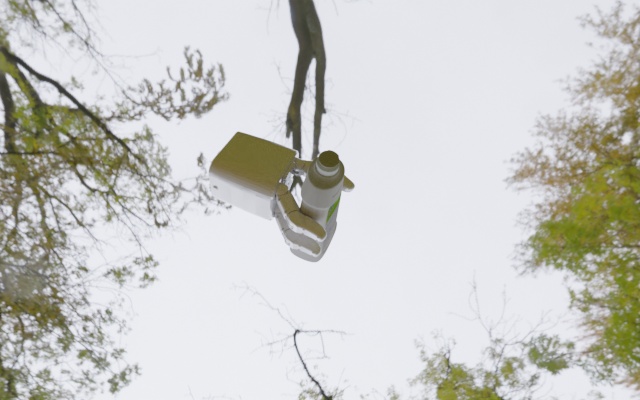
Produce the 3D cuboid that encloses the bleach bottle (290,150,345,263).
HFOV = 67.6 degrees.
[{"bbox_3d":[0.000,0.003,0.735,0.068,0.102,0.251,22,-31,5],"label":"bleach bottle"}]
